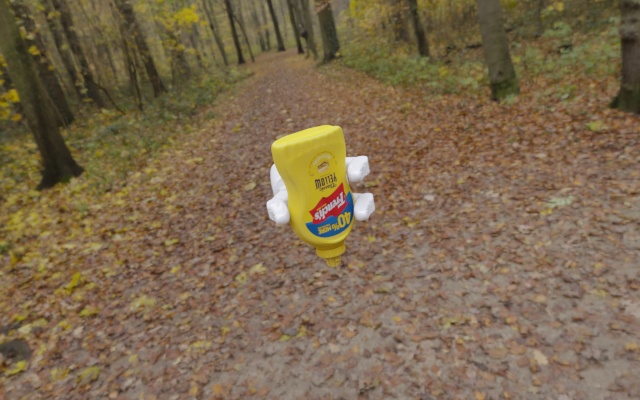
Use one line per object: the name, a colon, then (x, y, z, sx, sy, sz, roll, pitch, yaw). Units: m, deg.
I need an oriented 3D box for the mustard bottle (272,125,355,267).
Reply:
mustard bottle: (0.000, 0.002, 0.644, 0.096, 0.192, 0.058, -23, 22, -29)
